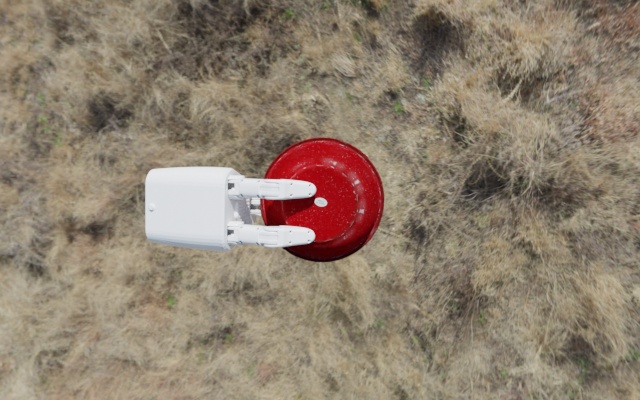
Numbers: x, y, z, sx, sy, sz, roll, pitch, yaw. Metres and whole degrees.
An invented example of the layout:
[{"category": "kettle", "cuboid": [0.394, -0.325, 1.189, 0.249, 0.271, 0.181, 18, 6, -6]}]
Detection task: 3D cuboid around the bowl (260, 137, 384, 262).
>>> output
[{"category": "bowl", "cuboid": [0.001, 0.002, 0.590, 0.162, 0.162, 0.055, 0, 4, 3]}]
